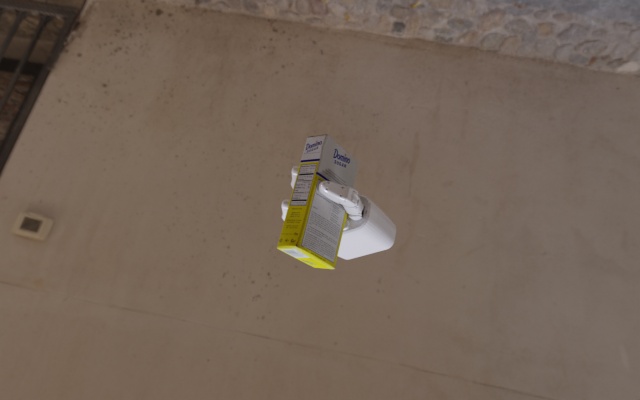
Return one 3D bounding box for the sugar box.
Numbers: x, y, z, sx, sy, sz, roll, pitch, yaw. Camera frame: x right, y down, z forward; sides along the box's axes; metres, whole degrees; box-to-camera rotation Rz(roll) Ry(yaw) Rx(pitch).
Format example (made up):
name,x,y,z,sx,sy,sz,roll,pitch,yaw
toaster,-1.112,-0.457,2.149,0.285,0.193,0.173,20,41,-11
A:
name,x,y,z,sx,sy,sz,roll,pitch,yaw
sugar box,0.000,0.002,0.702,0.048,0.176,0.093,-4,-27,37
